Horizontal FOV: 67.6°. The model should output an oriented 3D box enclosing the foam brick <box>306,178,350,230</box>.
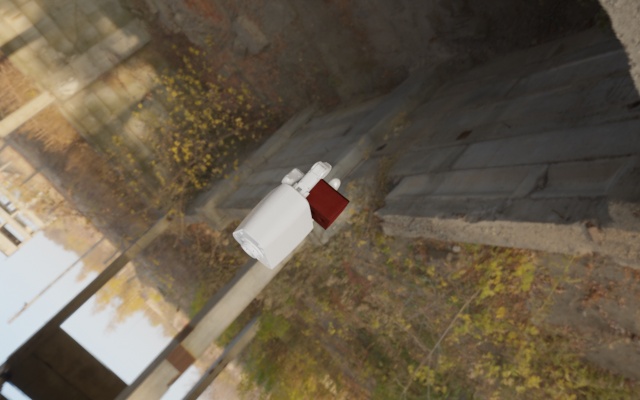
[{"bbox_3d":[0.000,0.003,0.814,0.078,0.051,0.053,40,-22,7],"label":"foam brick"}]
